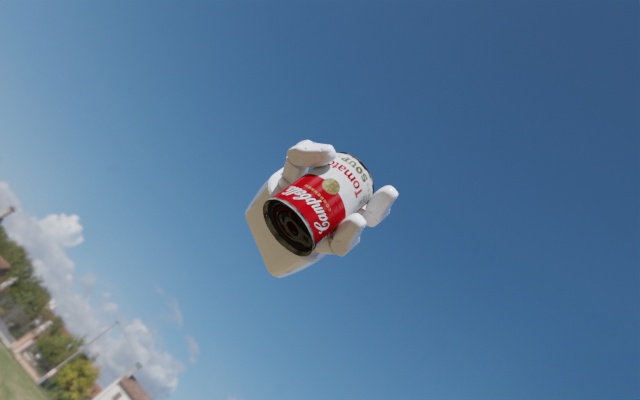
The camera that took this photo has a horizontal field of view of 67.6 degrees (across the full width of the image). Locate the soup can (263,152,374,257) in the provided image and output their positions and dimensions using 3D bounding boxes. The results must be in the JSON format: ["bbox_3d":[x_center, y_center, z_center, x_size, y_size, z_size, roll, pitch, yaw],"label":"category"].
[{"bbox_3d":[0.000,0.001,0.497,0.102,0.068,0.068,-38,24,-34],"label":"soup can"}]
